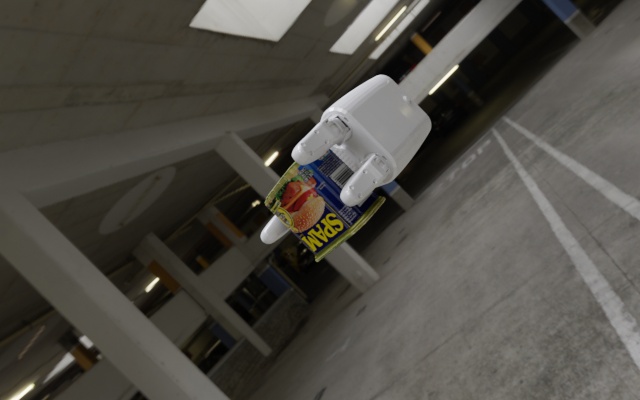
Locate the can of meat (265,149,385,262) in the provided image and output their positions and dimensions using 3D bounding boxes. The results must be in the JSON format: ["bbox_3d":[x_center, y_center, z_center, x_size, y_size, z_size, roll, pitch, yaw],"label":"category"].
[{"bbox_3d":[0.000,0.001,0.471,0.057,0.084,0.102,-45,0,-37],"label":"can of meat"}]
